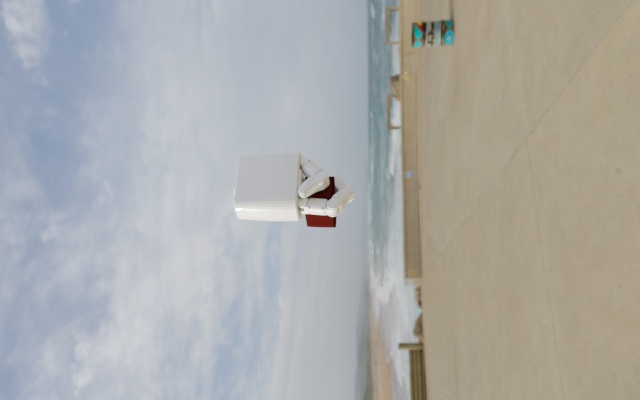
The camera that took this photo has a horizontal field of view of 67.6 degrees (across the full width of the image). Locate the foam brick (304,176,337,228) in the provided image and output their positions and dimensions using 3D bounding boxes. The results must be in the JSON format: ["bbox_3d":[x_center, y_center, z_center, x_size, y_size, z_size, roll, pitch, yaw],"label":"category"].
[{"bbox_3d":[0.000,0.003,0.824,0.051,0.053,0.078,-1,-44,6],"label":"foam brick"}]
